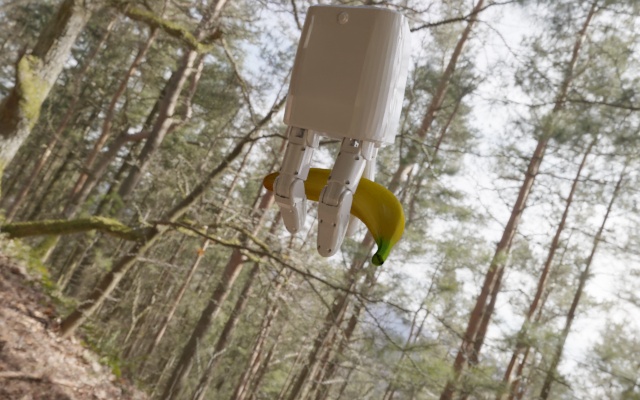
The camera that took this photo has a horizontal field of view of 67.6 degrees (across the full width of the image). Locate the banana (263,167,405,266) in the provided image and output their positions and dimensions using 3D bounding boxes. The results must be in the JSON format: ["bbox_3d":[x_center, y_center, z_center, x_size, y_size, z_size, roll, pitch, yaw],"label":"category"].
[{"bbox_3d":[0.017,-0.003,0.461,0.069,0.037,0.197,-19,29,-29],"label":"banana"}]
